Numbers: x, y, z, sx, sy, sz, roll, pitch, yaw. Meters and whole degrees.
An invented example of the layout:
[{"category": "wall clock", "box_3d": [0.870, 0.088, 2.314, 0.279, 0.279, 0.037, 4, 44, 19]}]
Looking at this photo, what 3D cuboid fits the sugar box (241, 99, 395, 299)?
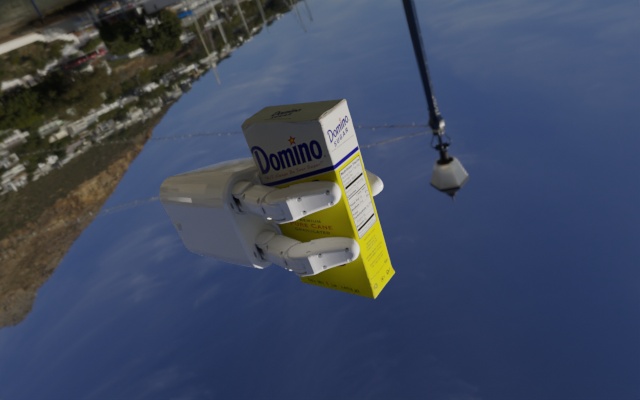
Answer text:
[{"category": "sugar box", "box_3d": [0.000, 0.002, 0.429, 0.093, 0.176, 0.048, 3, 36, 40]}]
